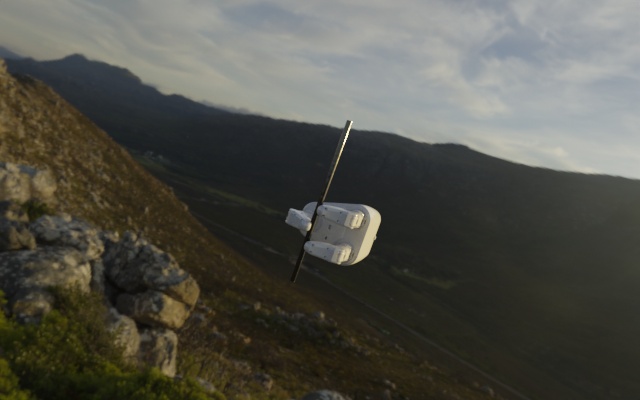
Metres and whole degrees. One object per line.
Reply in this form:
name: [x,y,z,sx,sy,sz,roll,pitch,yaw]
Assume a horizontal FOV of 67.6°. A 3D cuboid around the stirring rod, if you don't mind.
stirring rod: [0.000,0.002,0.673,0.011,0.239,0.011,20,4,-2]
